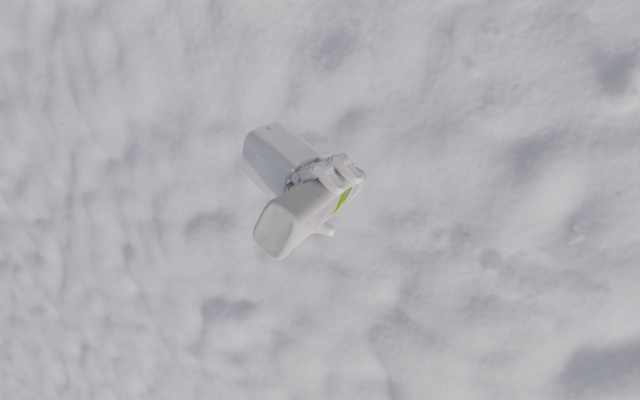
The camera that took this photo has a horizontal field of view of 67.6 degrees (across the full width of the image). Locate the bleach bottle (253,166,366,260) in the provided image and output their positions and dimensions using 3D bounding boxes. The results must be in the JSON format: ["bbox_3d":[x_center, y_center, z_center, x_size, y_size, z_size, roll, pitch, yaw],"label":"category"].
[{"bbox_3d":[0.000,0.003,0.798,0.068,0.103,0.250,41,38,14],"label":"bleach bottle"}]
